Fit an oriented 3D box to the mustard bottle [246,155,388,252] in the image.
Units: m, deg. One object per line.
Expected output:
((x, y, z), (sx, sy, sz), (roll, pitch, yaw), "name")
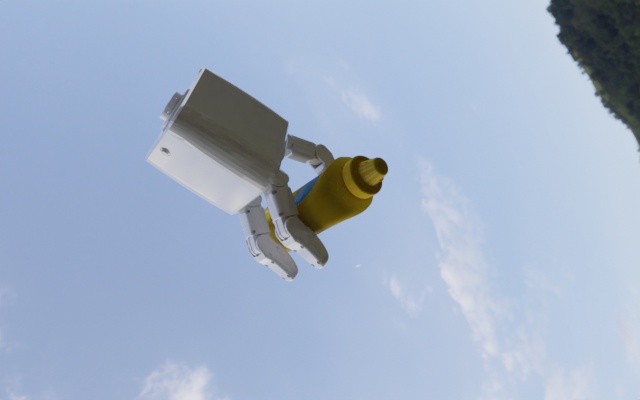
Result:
((0.000, 0.002, 0.505), (0.192, 0.058, 0.096), (-32, 8, 47), "mustard bottle")
